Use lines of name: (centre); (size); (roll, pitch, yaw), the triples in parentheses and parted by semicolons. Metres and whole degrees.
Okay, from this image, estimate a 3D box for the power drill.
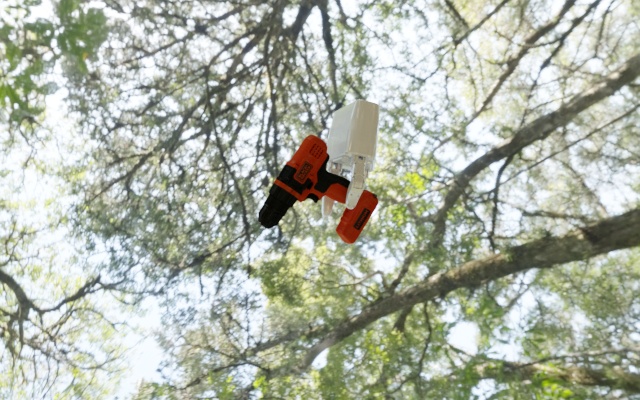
power drill: (0.001, 0.003, 0.863); (0.188, 0.184, 0.057); (34, -2, -26)
